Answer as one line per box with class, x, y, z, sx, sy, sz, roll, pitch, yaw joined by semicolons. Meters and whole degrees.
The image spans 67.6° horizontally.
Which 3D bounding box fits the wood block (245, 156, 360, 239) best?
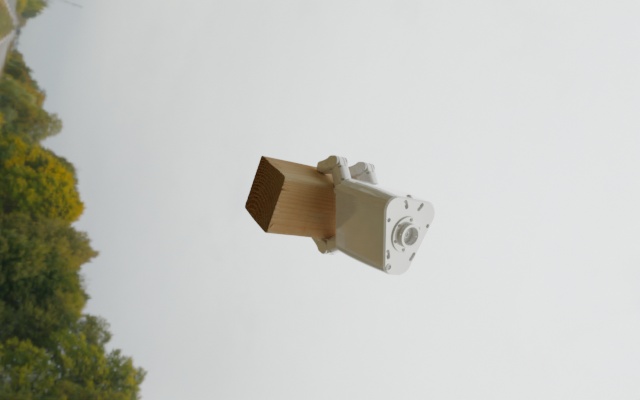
wood block;0.000;0.003;0.751;0.206;0.091;0.090;9;20;-35
